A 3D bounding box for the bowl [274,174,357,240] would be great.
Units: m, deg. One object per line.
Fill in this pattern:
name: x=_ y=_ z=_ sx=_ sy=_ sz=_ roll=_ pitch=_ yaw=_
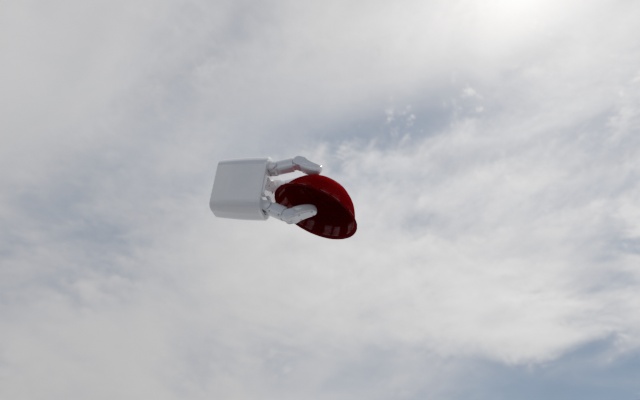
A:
bowl: x=0.002 y=0.003 z=0.866 sx=0.162 sy=0.055 sz=0.162 roll=20 pitch=-31 yaw=13
